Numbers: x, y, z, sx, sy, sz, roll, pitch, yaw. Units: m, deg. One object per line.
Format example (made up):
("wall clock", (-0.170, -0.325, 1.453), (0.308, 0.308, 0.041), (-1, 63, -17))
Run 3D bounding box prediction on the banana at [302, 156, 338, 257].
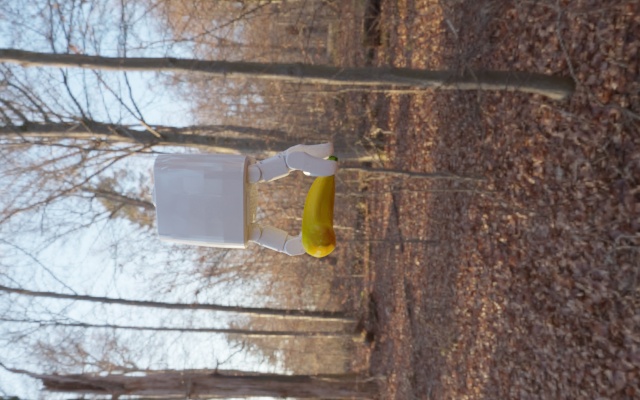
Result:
("banana", (-0.002, 0.016, 0.535), (0.037, 0.070, 0.197), (6, 28, -1))
